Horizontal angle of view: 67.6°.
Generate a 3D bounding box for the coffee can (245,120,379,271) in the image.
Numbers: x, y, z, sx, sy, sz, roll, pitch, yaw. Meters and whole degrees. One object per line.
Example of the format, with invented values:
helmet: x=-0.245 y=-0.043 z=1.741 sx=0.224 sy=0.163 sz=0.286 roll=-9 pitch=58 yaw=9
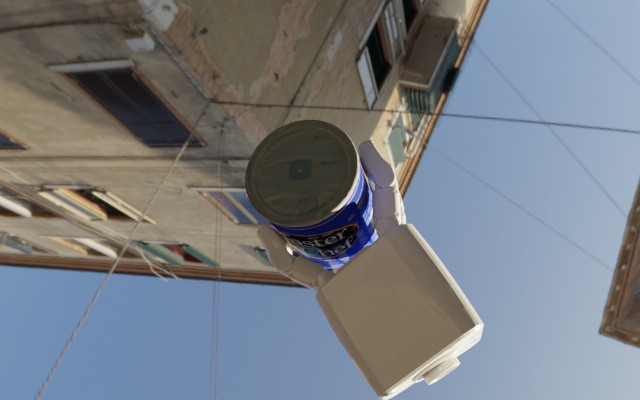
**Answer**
coffee can: x=0.000 y=0.001 z=0.472 sx=0.103 sy=0.102 sz=0.140 roll=0 pitch=-24 yaw=16
